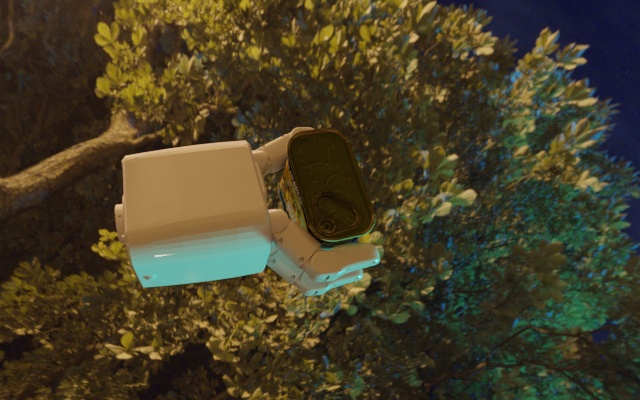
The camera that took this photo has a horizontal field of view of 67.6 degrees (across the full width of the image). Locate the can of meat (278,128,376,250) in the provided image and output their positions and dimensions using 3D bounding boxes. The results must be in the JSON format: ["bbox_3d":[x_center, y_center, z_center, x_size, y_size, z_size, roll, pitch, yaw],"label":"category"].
[{"bbox_3d":[0.000,0.001,0.428,0.057,0.102,0.084,-11,-22,-18],"label":"can of meat"}]
